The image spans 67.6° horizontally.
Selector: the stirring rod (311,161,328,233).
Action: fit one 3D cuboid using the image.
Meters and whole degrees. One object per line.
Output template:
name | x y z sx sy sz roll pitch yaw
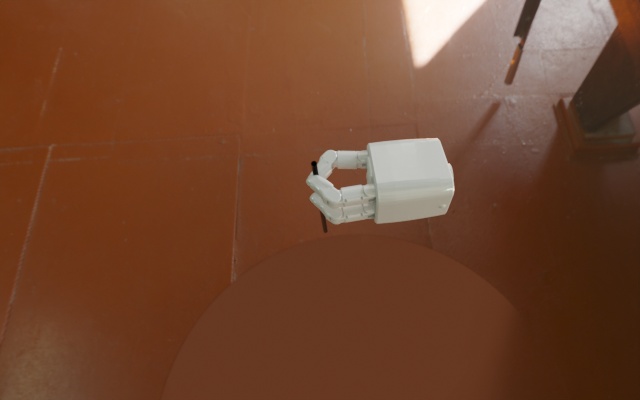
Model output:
stirring rod | 0.000 0.002 0.750 0.011 0.011 0.240 0 -26 5
